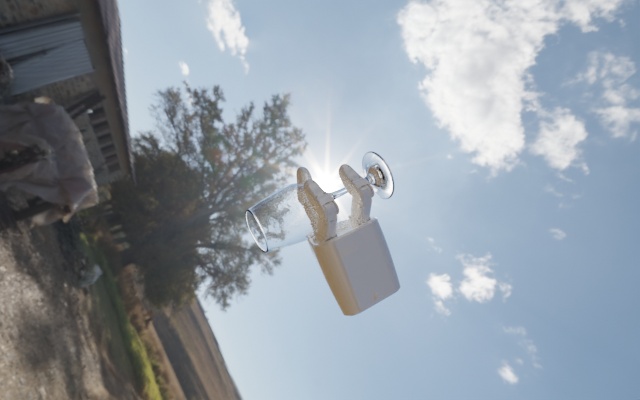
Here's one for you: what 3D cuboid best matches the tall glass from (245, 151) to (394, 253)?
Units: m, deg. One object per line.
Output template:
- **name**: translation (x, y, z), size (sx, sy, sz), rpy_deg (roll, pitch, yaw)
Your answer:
- **tall glass**: translation (0.001, 0.002, 0.655), size (0.201, 0.079, 0.079), rpy_deg (-24, 10, -22)
